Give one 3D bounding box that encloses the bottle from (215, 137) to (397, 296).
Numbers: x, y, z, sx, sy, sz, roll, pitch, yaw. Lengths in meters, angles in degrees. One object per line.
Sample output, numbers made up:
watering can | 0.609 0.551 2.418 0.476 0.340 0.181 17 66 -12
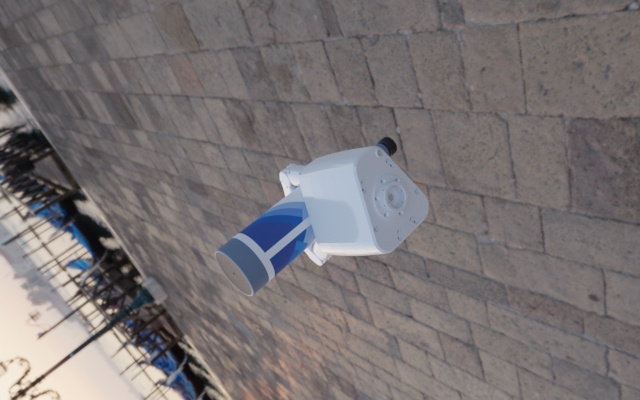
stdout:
bottle | 0.000 0.002 0.616 0.295 0.069 0.069 -39 22 -29
